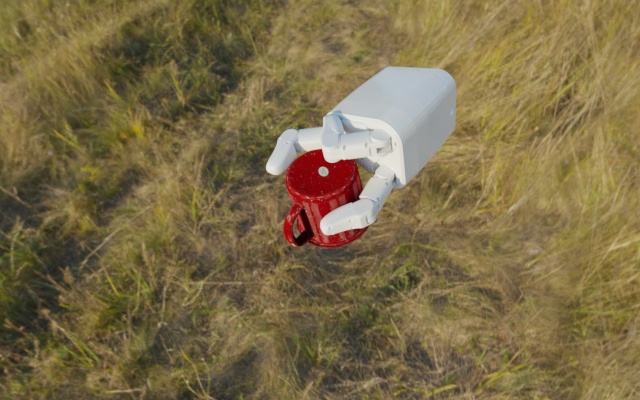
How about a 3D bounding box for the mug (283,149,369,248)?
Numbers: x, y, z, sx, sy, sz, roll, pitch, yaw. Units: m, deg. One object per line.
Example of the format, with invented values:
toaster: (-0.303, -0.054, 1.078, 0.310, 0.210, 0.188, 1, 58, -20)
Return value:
mug: (-0.001, 0.003, 0.541, 0.093, 0.117, 0.082, 30, -27, 34)
